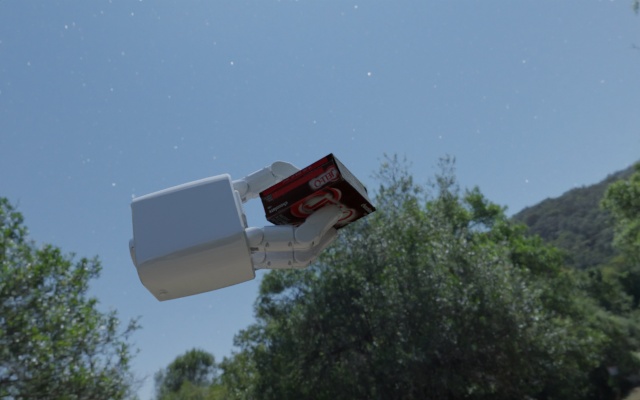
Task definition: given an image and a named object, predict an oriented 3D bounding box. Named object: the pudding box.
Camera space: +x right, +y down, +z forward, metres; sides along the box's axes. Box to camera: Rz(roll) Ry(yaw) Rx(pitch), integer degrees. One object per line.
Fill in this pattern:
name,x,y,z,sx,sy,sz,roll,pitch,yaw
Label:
pudding box,0.000,0.002,0.520,0.090,0.039,0.113,-27,-24,15
